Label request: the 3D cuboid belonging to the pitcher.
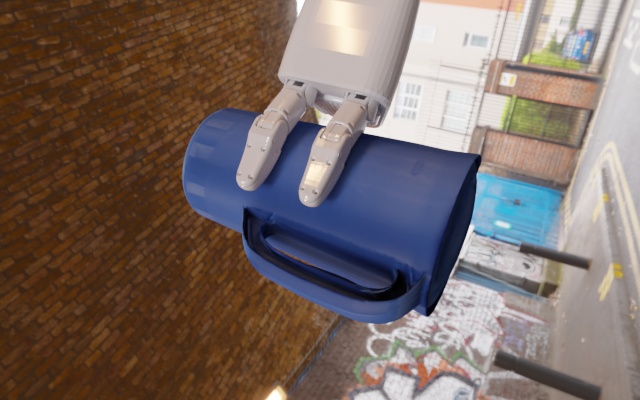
[{"bbox_3d":[0.000,0.001,0.408,0.243,0.145,0.149,17,-3,22],"label":"pitcher"}]
